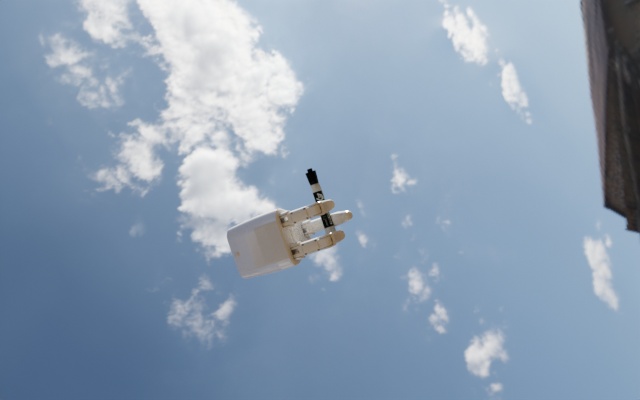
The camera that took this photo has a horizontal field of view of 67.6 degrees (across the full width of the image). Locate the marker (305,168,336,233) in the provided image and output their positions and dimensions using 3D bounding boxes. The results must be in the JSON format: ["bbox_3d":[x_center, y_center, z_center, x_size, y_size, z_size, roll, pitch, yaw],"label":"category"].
[{"bbox_3d":[0.000,0.003,0.820,0.020,0.121,0.020,-19,-1,0],"label":"marker"}]
